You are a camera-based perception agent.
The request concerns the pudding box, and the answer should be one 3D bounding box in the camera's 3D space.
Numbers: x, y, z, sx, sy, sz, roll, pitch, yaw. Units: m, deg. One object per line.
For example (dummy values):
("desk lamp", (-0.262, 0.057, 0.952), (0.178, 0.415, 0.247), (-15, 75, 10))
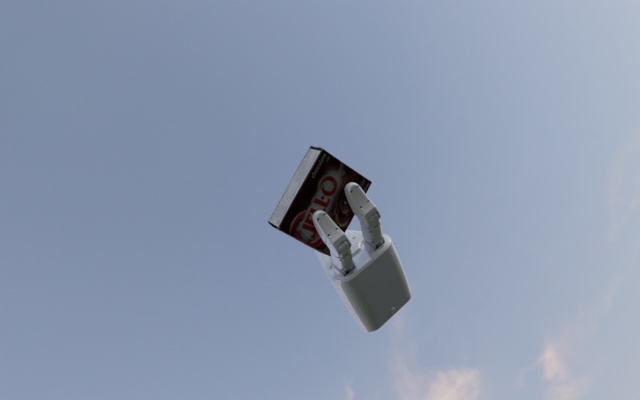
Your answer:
("pudding box", (0.000, 0.002, 0.599), (0.090, 0.113, 0.039), (31, -6, -34))
